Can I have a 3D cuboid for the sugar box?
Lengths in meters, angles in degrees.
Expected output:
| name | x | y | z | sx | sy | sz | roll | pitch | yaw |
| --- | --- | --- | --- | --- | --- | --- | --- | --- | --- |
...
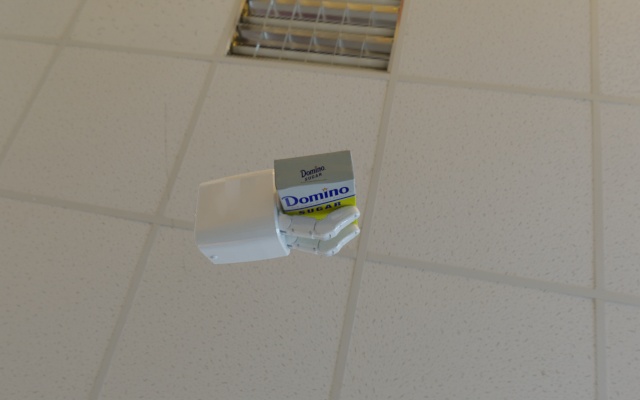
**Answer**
| name | x | y | z | sx | sy | sz | roll | pitch | yaw |
| --- | --- | --- | --- | --- | --- | --- | --- | --- | --- |
| sugar box | 0.000 | 0.003 | 0.620 | 0.093 | 0.048 | 0.176 | -8 | -24 | 3 |
